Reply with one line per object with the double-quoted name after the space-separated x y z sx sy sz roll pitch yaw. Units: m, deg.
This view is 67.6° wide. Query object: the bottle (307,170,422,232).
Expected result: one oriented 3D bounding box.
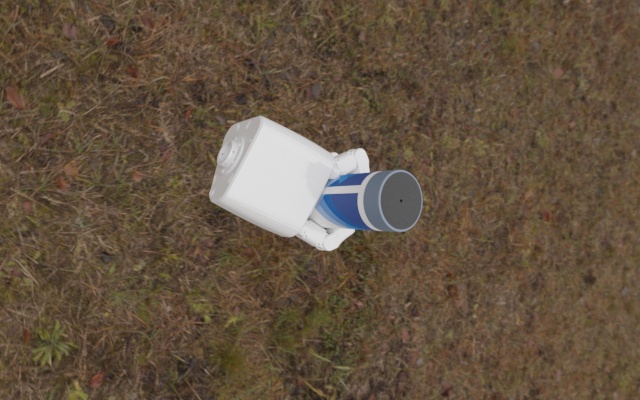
0.000 0.002 0.627 0.069 0.069 0.295 0 -1 -36 "bottle"
